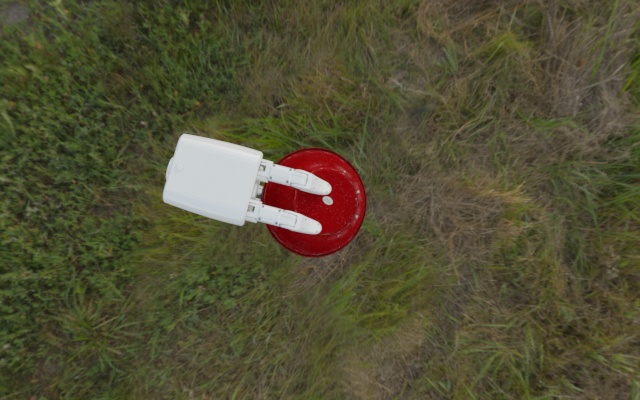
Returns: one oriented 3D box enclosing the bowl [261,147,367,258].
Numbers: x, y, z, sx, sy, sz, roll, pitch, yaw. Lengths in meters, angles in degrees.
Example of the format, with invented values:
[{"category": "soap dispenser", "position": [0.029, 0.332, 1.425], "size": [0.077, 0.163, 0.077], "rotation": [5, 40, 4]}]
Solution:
[{"category": "bowl", "position": [0.002, 0.002, 0.675], "size": [0.162, 0.162, 0.055], "rotation": [0, -1, -18]}]
